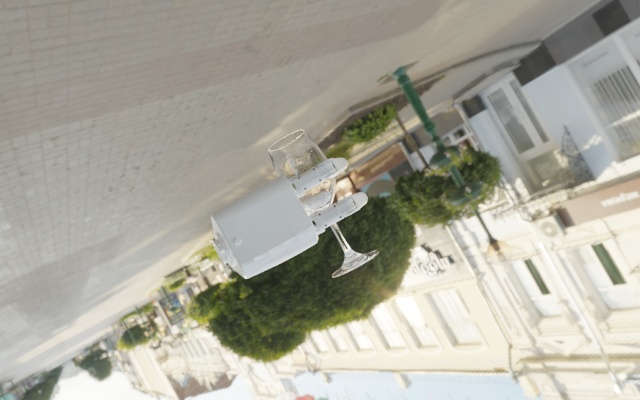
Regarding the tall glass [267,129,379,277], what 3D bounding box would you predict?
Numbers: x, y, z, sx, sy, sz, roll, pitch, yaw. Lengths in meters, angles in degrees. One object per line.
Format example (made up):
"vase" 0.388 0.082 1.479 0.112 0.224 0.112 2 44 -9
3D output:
"tall glass" 0.001 0.003 0.669 0.079 0.201 0.079 -29 -2 -1
